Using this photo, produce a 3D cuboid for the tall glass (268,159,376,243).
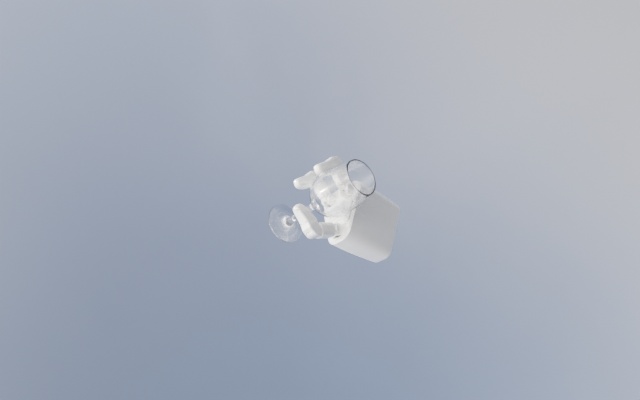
[{"bbox_3d":[0.000,0.003,0.797,0.079,0.079,0.201,0,-23,-43],"label":"tall glass"}]
